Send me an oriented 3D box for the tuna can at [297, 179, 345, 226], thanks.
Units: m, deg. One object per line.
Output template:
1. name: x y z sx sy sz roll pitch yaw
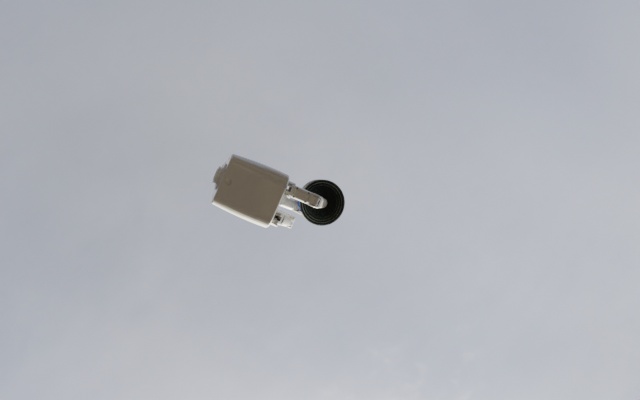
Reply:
1. tuna can: 0.000 0.003 0.898 0.086 0.086 0.034 0 5 -13
